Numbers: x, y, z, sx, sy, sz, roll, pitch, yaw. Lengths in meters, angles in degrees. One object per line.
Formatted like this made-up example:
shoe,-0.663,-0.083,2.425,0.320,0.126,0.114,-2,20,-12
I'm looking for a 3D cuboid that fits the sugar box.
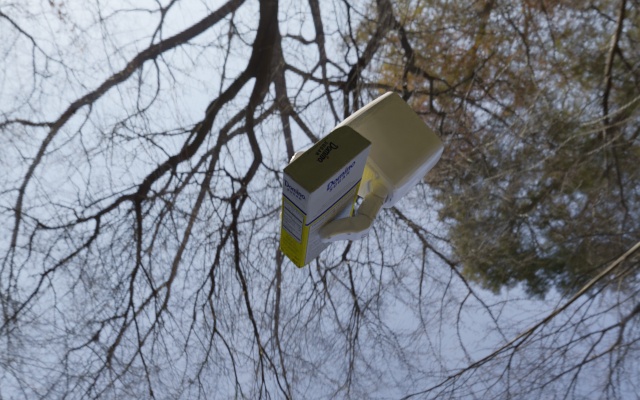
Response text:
sugar box,0.000,0.001,0.542,0.093,0.048,0.176,-40,-23,-27
